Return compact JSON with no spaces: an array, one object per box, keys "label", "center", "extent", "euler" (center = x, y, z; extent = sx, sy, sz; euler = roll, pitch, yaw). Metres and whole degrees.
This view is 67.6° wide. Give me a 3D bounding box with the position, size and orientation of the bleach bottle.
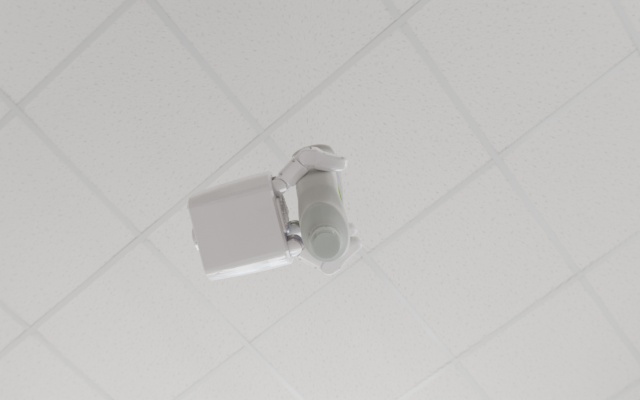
[{"label":"bleach bottle","center":[0.000,0.002,0.590],"extent":[0.068,0.102,0.250],"euler":[-14,16,2]}]
